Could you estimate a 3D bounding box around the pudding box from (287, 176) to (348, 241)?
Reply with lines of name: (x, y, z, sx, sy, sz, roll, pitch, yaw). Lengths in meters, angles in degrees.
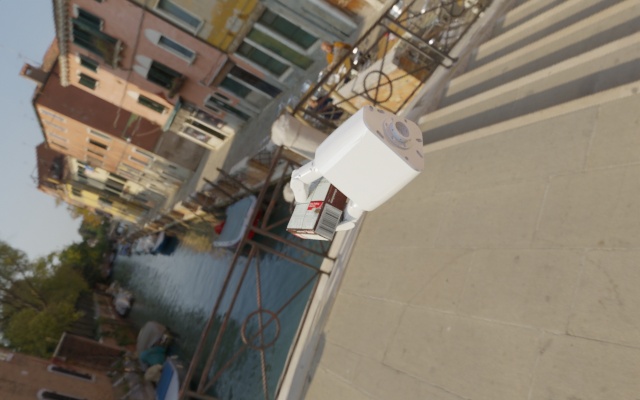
pudding box: (0.000, 0.002, 0.730, 0.039, 0.113, 0.090, 29, -16, -25)
